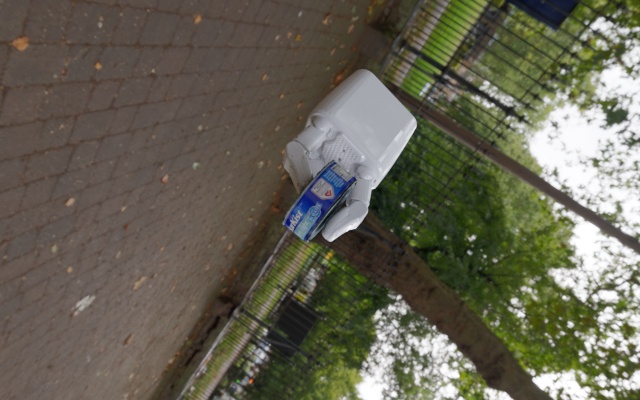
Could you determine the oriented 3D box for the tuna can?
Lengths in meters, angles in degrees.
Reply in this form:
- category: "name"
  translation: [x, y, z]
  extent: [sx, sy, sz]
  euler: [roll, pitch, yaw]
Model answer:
- category: "tuna can"
  translation: [0.000, 0.002, 0.495]
  extent: [0.034, 0.086, 0.086]
  euler: [39, 4, 6]
